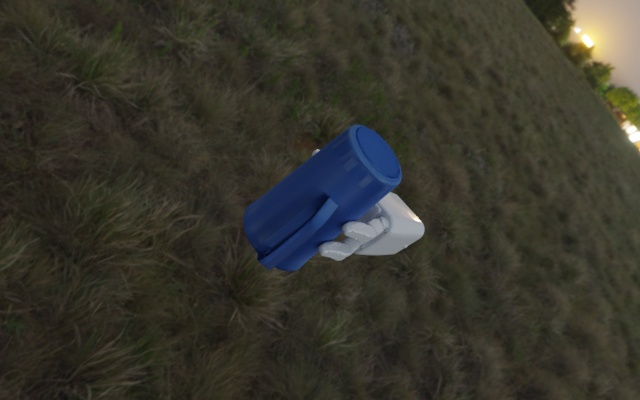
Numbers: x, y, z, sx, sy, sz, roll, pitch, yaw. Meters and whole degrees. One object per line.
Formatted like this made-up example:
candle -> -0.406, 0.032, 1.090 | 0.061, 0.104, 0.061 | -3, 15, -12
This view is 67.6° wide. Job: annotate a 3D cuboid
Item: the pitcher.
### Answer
pitcher -> 0.000, 0.002, 0.726 | 0.145, 0.149, 0.243 | 12, -42, -46
